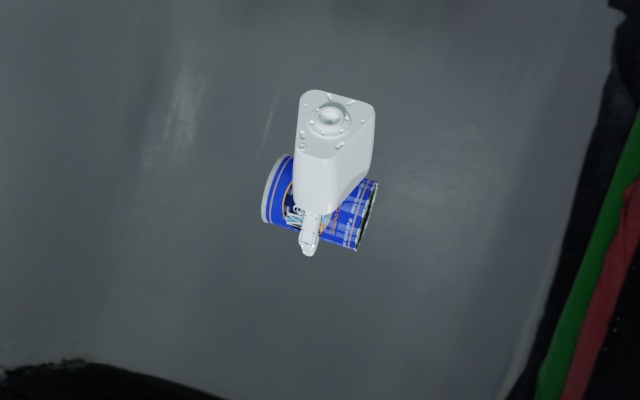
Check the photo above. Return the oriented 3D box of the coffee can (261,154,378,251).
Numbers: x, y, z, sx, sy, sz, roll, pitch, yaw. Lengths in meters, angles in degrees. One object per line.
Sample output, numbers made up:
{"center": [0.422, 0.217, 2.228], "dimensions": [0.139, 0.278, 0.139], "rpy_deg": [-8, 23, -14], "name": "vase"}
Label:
{"center": [0.000, 0.002, 0.679], "dimensions": [0.140, 0.103, 0.103], "rpy_deg": [17, 3, 10], "name": "coffee can"}
